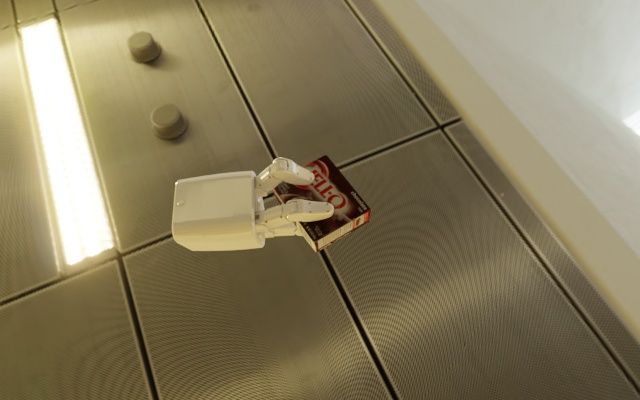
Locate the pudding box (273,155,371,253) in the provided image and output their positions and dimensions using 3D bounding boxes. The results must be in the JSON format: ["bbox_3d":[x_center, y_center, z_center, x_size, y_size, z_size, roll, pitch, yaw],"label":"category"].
[{"bbox_3d":[0.000,0.002,0.646,0.090,0.113,0.039,-30,-26,-15],"label":"pudding box"}]
